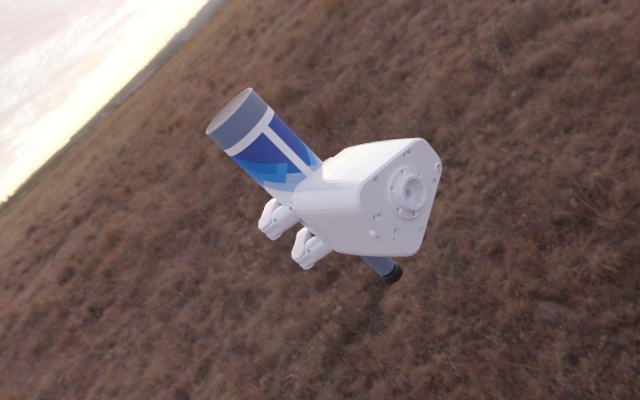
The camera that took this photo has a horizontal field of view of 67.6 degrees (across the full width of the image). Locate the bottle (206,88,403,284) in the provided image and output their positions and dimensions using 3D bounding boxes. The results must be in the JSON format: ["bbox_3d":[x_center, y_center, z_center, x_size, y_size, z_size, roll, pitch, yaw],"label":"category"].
[{"bbox_3d":[0.000,0.002,0.552,0.296,0.069,0.069,45,-22,-24],"label":"bottle"}]
